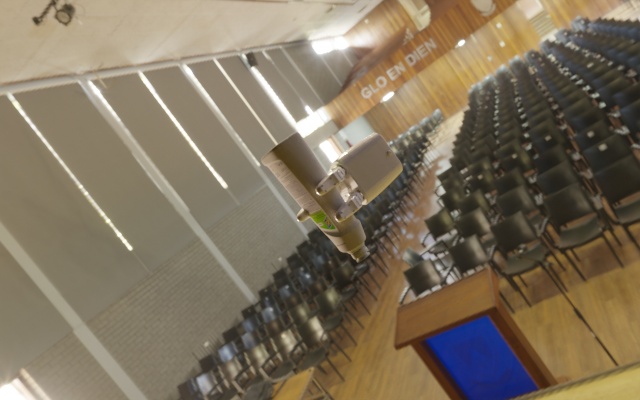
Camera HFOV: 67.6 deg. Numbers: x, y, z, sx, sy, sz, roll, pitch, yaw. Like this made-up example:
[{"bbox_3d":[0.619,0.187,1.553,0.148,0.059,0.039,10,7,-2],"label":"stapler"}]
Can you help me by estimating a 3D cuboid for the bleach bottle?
[{"bbox_3d":[0.000,0.003,0.850,0.068,0.251,0.102,-38,6,-22],"label":"bleach bottle"}]
